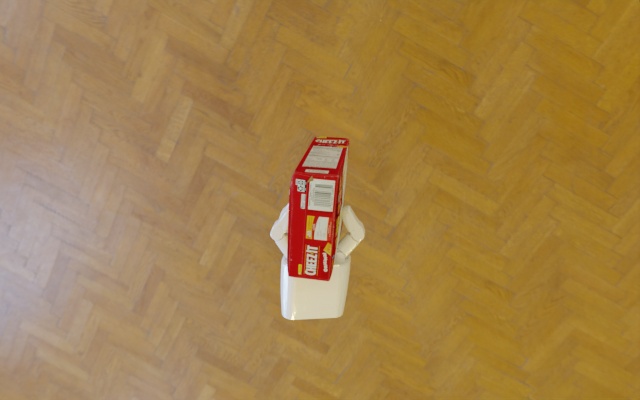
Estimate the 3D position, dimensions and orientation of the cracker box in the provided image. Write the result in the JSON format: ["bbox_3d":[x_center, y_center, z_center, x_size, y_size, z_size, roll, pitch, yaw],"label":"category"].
[{"bbox_3d":[0.000,0.003,0.757,0.072,0.164,0.213,6,21,5],"label":"cracker box"}]
